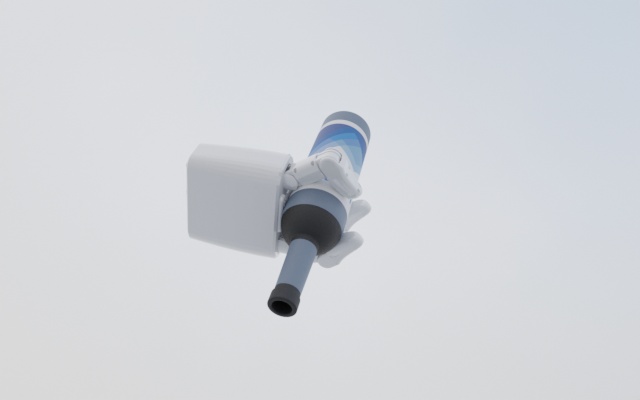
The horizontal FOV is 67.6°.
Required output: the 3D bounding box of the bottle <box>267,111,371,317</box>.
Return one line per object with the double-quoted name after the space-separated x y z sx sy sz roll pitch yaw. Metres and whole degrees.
0.000 0.002 0.524 0.069 0.069 0.295 0 39 17 "bottle"
